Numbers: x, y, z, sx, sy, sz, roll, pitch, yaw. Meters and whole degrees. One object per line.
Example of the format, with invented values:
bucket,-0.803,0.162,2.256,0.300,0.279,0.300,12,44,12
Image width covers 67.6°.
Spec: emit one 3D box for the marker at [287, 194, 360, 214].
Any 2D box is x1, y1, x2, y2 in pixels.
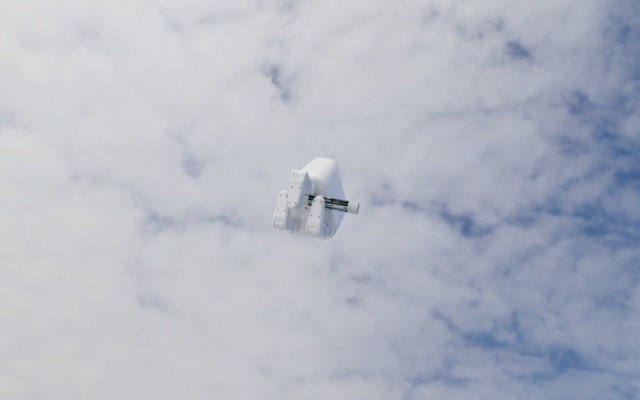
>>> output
marker,0.000,0.002,0.744,0.121,0.020,0.020,9,2,13
